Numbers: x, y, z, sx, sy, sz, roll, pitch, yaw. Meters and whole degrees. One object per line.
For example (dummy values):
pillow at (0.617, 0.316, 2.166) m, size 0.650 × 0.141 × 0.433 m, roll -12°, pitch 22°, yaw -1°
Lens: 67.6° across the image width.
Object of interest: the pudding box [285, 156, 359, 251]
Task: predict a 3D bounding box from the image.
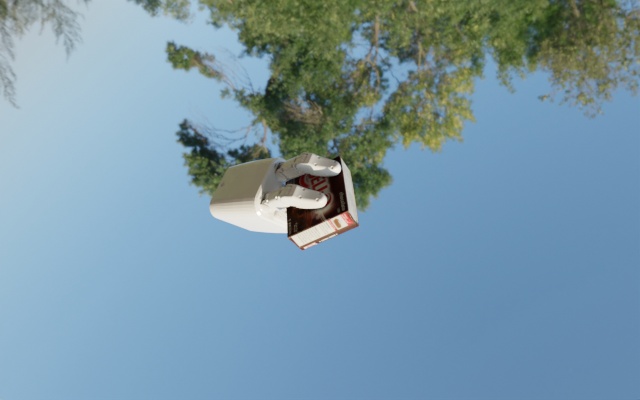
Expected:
pudding box at (0.000, 0.002, 0.643) m, size 0.090 × 0.113 × 0.039 m, roll -26°, pitch -47°, yaw 18°
